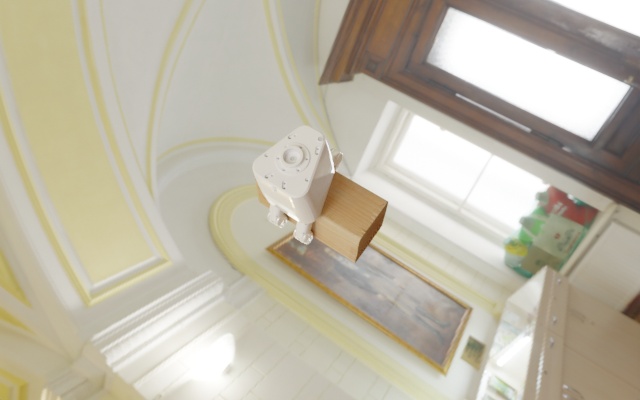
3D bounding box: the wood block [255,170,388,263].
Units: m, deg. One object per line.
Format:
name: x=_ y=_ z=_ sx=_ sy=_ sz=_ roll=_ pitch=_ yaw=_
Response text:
wood block: x=0.000 y=0.002 z=0.813 sx=0.206 sy=0.090 sz=0.090 roll=32 pitch=-27 yaw=17
